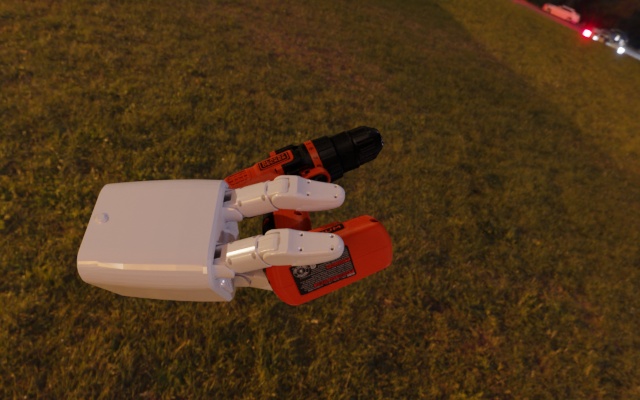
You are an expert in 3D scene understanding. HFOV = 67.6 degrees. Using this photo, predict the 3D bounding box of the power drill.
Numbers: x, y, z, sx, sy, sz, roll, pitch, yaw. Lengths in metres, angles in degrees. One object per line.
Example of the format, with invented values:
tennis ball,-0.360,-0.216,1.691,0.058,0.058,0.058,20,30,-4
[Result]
power drill,0.000,0.002,0.461,0.184,0.057,0.187,-24,34,-2
